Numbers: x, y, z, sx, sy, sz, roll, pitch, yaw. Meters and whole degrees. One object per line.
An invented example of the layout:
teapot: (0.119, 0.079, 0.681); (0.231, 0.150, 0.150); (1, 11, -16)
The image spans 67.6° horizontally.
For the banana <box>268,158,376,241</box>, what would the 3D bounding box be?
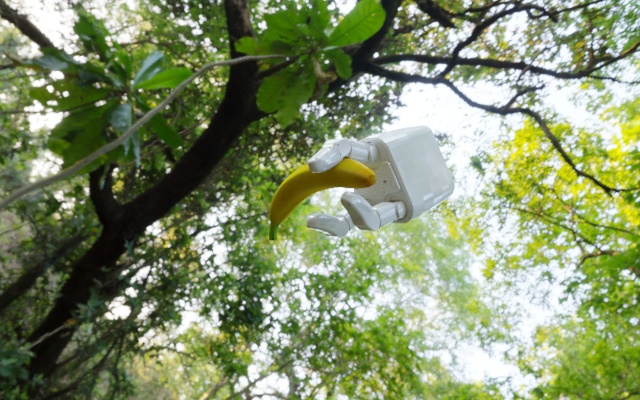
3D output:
banana: (-0.008, -0.014, 0.596); (0.037, 0.069, 0.198); (-8, -17, -44)
